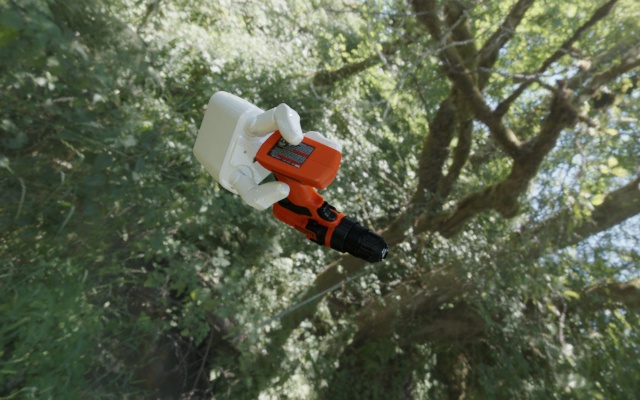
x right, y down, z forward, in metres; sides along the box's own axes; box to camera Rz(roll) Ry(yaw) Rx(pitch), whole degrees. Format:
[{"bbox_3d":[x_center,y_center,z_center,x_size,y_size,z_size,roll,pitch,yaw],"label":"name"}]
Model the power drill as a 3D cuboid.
[{"bbox_3d":[0.000,0.002,0.621,0.184,0.057,0.188,23,-27,24],"label":"power drill"}]
